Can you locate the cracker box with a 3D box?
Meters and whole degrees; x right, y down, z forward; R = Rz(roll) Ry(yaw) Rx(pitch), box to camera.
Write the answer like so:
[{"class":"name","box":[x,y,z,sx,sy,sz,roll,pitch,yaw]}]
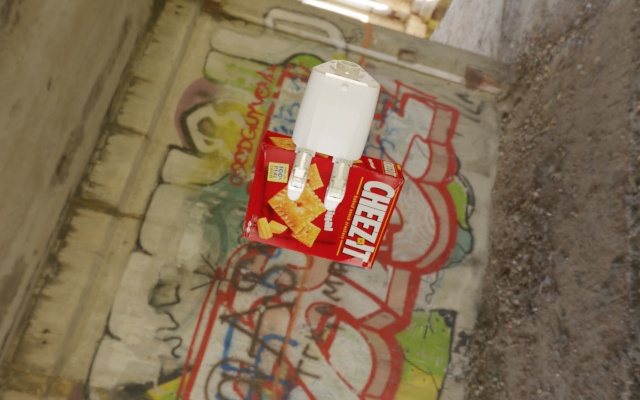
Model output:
[{"class":"cracker box","box":[0.000,0.002,0.732,0.214,0.164,0.072,15,26,-4]}]
